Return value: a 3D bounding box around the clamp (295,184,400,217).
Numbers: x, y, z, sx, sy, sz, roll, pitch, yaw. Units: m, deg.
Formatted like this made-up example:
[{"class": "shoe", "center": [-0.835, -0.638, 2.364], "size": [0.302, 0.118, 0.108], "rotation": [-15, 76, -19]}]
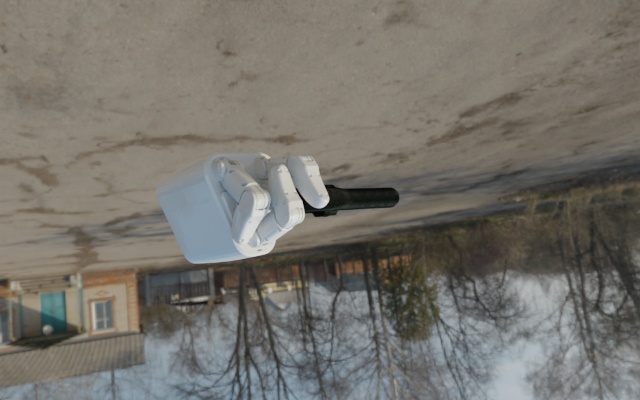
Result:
[{"class": "clamp", "center": [0.000, 0.002, 0.559], "size": [0.120, 0.039, 0.171], "rotation": [-15, -12, 41]}]
